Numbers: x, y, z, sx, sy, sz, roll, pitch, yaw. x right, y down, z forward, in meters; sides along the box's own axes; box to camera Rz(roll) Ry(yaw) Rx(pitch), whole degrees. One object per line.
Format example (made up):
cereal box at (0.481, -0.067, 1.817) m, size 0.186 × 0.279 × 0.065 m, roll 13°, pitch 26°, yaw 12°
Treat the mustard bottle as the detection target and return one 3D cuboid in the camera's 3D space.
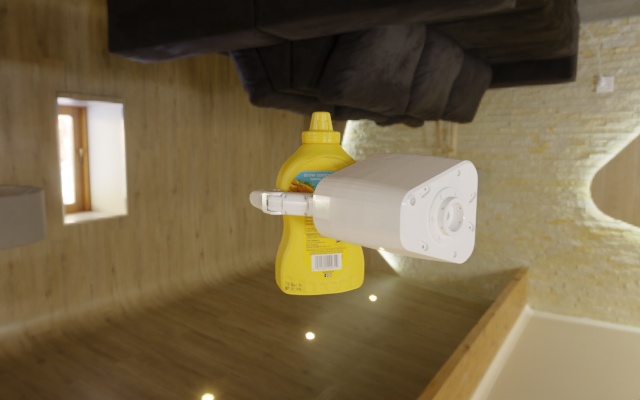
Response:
mustard bottle at (0.000, 0.002, 0.517) m, size 0.096 × 0.191 × 0.058 m, roll -1°, pitch 7°, yaw -16°
